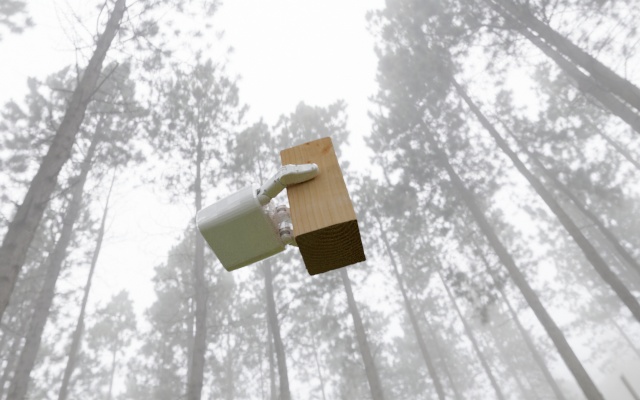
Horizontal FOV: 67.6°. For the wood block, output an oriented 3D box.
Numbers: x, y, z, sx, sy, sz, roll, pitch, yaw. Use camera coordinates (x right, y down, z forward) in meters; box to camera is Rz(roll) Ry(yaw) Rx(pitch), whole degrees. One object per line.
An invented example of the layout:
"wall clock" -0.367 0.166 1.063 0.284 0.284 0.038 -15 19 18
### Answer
"wood block" 0.000 0.002 0.743 0.090 0.091 0.206 -16 42 1
